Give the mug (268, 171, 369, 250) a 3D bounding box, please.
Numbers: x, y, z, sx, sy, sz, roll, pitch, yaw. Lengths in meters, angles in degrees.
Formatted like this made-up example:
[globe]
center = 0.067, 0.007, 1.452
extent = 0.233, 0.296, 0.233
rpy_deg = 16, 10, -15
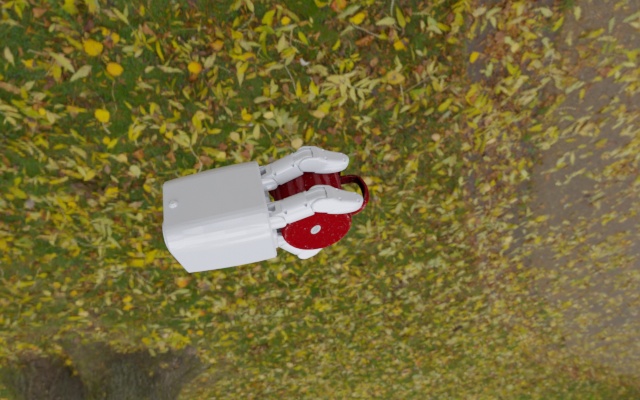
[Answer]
[mug]
center = 0.002, 0.002, 0.562
extent = 0.117, 0.081, 0.093
rpy_deg = -12, -38, -6
